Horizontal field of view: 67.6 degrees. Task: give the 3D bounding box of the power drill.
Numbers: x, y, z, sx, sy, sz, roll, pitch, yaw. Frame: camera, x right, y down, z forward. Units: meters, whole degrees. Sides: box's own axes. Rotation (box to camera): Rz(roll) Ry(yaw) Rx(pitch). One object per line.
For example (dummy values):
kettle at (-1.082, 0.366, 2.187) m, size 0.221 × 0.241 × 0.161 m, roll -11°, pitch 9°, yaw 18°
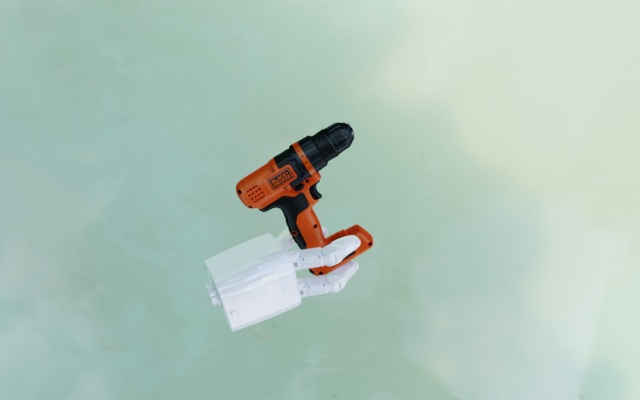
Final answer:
power drill at (0.000, 0.003, 0.687) m, size 0.184 × 0.188 × 0.057 m, roll -31°, pitch 18°, yaw 5°
